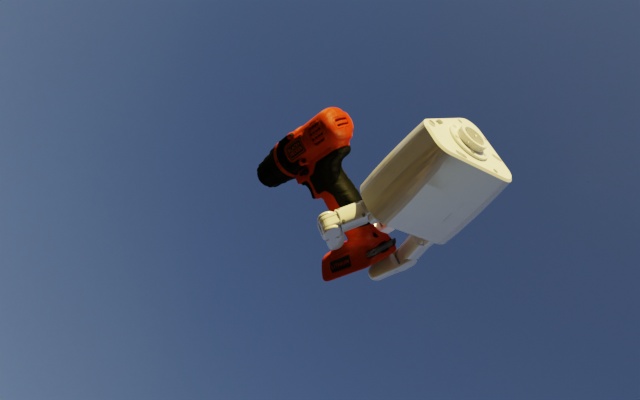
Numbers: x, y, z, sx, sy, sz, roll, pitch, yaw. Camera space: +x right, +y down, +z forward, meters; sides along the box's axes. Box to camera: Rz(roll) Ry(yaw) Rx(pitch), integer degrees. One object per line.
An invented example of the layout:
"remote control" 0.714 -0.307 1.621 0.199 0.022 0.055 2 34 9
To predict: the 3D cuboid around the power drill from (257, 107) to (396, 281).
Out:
"power drill" 0.000 0.002 0.590 0.057 0.187 0.184 -24 -3 -37
